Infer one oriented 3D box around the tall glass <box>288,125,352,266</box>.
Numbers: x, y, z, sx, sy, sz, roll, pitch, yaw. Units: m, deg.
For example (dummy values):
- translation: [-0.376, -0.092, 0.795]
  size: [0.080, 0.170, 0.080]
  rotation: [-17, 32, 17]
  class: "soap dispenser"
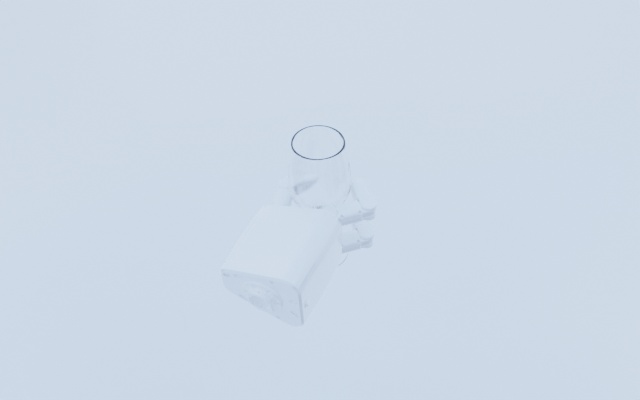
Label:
- translation: [0.000, 0.002, 0.611]
  size: [0.079, 0.079, 0.201]
  rotation: [0, -44, 2]
  class: "tall glass"
